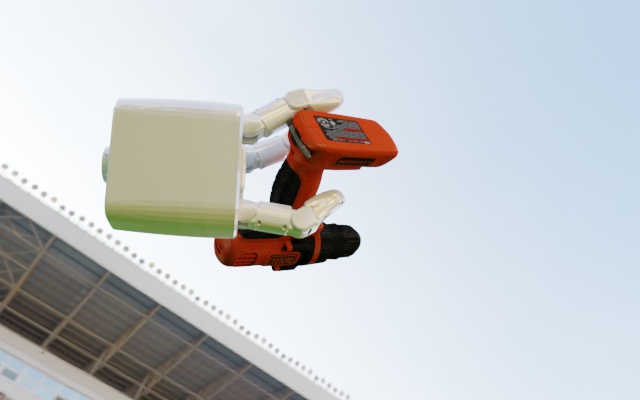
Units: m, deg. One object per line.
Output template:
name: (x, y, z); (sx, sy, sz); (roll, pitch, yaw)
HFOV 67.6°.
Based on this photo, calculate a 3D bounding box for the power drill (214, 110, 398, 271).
power drill: (0.000, 0.001, 0.495); (0.184, 0.188, 0.057); (0, 45, -37)
